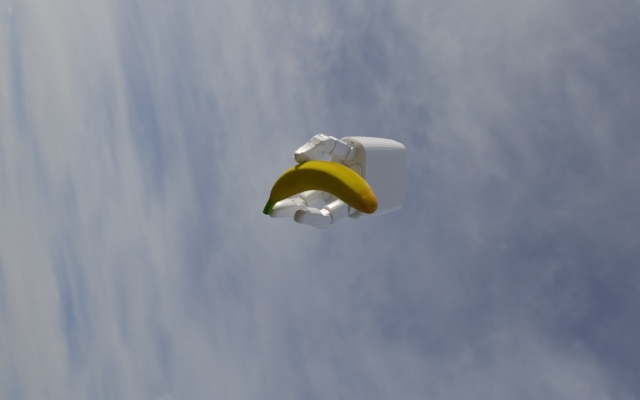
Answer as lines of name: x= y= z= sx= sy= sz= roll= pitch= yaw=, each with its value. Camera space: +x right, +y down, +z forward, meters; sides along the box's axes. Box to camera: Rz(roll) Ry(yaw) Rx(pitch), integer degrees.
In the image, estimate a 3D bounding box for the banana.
banana: x=-0.002 y=-0.017 z=0.595 sx=0.037 sy=0.069 sz=0.198 roll=4 pitch=-5 yaw=-42
